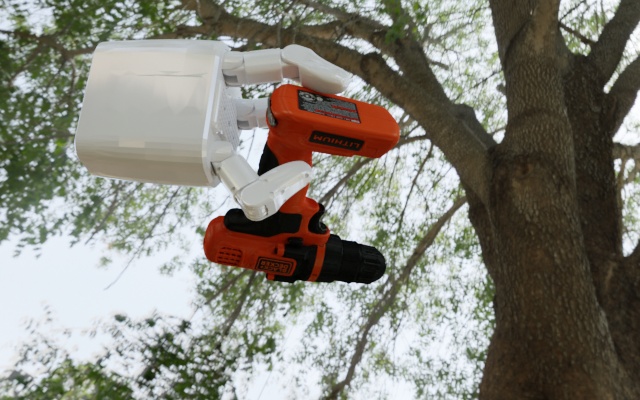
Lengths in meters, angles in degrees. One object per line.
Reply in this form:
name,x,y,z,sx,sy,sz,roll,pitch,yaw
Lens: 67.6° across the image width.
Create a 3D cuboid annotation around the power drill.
power drill,0.000,0.001,0.429,0.184,0.188,0.057,10,35,-17
